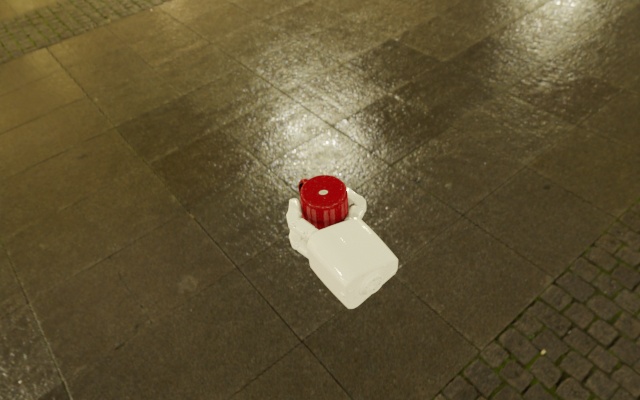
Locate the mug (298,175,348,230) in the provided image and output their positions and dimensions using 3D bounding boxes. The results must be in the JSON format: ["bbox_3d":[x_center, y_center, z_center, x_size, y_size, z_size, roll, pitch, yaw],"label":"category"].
[{"bbox_3d":[-0.001,0.002,0.845,0.093,0.082,0.117,-30,53,-21],"label":"mug"}]
